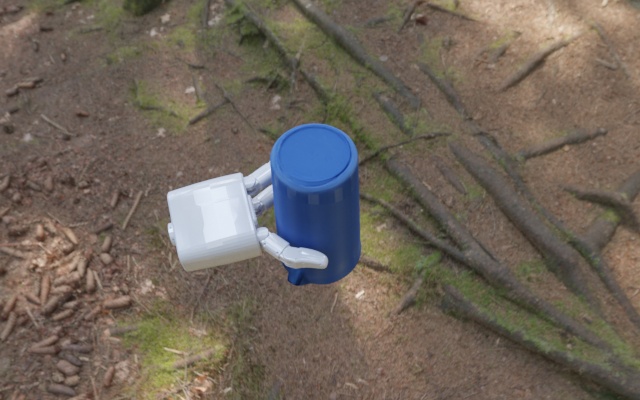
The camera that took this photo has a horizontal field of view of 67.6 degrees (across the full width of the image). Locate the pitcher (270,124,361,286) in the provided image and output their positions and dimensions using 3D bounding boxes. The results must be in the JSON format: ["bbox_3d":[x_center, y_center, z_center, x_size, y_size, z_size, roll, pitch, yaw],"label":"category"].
[{"bbox_3d":[0.000,0.002,0.676,0.145,0.149,0.243,-12,-33,-7],"label":"pitcher"}]
